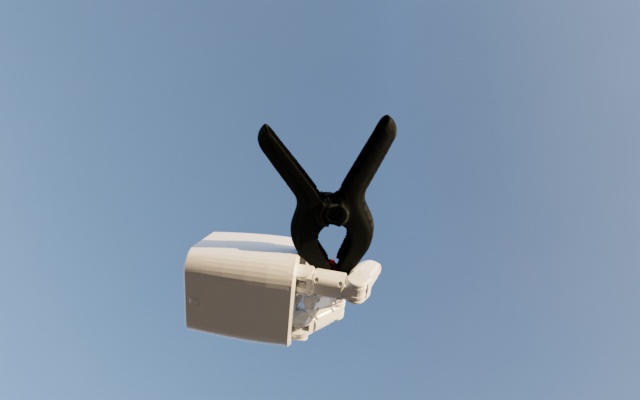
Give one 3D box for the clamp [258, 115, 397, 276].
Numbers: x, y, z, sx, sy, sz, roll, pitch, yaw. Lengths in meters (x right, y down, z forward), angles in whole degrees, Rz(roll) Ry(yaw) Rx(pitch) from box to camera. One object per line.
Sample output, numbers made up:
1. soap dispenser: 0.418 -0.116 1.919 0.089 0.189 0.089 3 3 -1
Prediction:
1. clamp: 0.000 0.001 0.442 0.120 0.171 0.039 6 21 -1
